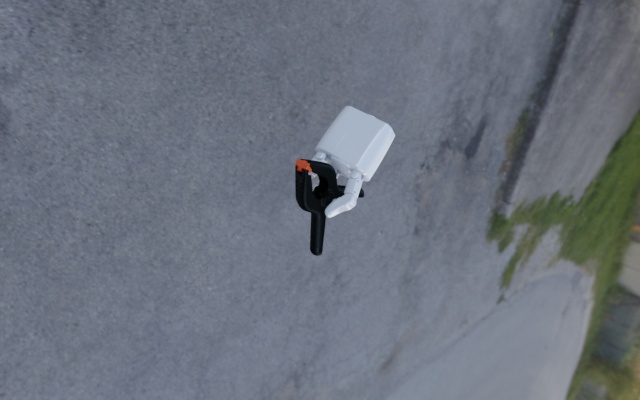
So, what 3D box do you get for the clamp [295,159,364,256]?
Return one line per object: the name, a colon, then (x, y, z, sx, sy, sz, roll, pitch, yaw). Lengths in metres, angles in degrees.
clamp: (0.001, 0.003, 0.874, 0.036, 0.164, 0.210, 25, -14, 35)
